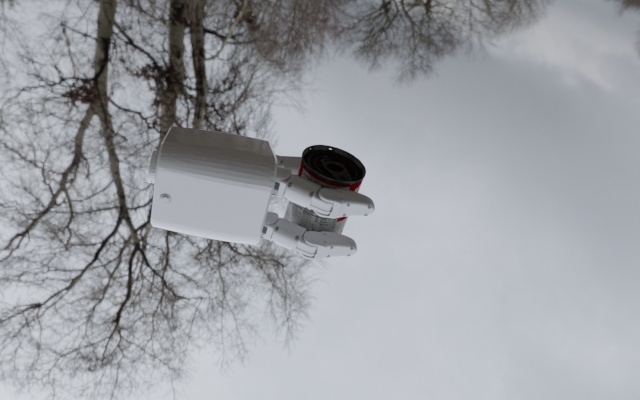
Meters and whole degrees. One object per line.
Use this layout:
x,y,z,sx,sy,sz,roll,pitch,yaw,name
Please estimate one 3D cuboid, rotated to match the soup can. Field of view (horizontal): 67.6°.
0.000,0.002,0.510,0.068,0.102,0.068,13,33,-9,soup can
